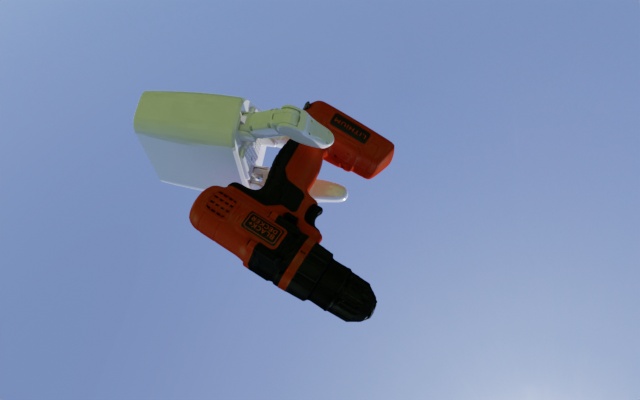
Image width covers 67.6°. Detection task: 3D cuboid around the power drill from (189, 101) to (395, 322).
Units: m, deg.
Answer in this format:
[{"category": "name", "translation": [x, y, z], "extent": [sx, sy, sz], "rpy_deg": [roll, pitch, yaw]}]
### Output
[{"category": "power drill", "translation": [0.000, 0.001, 0.457], "extent": [0.184, 0.187, 0.057], "rpy_deg": [33, -34, 3]}]
